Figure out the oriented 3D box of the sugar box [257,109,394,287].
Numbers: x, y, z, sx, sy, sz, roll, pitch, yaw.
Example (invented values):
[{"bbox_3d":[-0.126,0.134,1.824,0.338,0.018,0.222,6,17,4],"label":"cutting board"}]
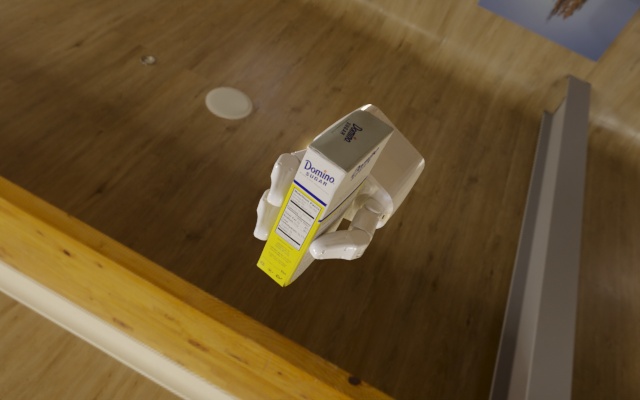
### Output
[{"bbox_3d":[0.000,0.001,0.464,0.048,0.176,0.093,35,44,12],"label":"sugar box"}]
